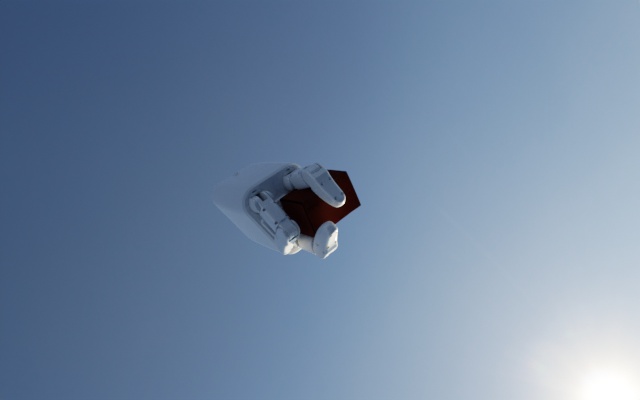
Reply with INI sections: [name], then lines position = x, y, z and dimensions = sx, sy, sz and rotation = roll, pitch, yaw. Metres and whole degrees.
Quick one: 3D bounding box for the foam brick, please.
[foam brick]
position = 0.000, 0.002, 0.598
dimensions = 0.078, 0.053, 0.051
rotation = -35, 24, -28
